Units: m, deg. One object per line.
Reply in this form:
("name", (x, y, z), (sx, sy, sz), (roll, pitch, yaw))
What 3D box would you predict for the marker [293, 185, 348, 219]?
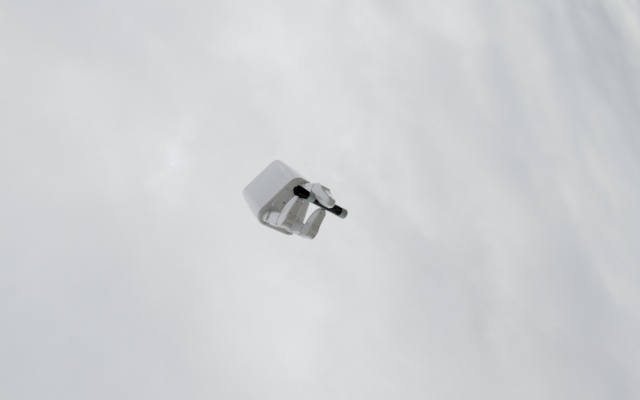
("marker", (0.000, 0.003, 0.829), (0.121, 0.020, 0.020), (27, -17, -36))
